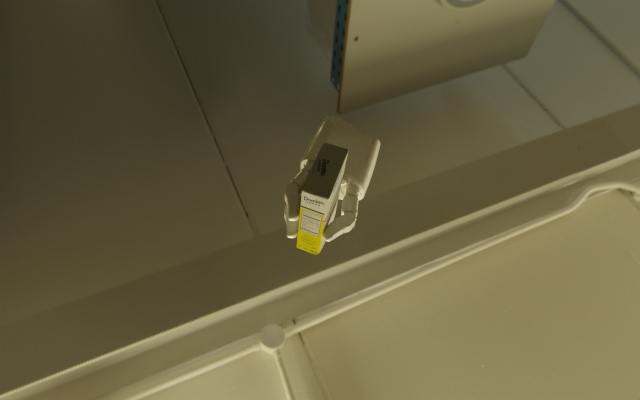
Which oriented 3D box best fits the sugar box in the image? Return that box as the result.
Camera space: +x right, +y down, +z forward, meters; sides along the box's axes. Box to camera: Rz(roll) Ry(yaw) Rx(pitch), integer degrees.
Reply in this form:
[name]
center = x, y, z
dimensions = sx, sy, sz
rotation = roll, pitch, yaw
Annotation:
[sugar box]
center = 0.000, 0.002, 0.728
dimensions = 0.048, 0.093, 0.176
rotation = 18, -32, 8
